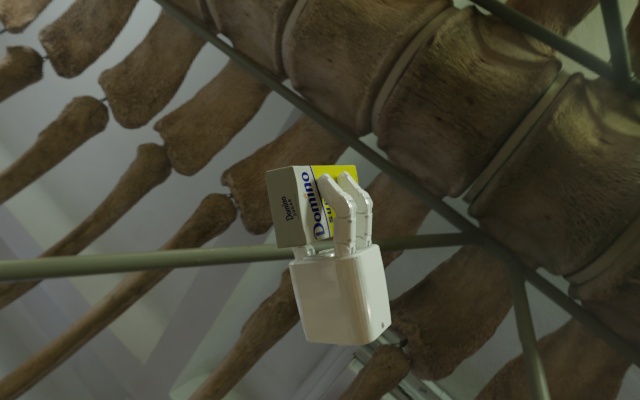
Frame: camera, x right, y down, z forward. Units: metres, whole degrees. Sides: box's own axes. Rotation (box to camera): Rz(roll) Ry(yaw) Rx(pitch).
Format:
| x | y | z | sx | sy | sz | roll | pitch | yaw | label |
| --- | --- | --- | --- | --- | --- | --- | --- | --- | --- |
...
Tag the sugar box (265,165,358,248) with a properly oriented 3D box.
| x | y | z | sx | sy | sz | roll | pitch | yaw | label |
| --- | --- | --- | --- | --- | --- | --- | --- | --- | --- |
| 0.001 | 0.002 | 0.616 | 0.048 | 0.093 | 0.176 | -10 | 0 | 26 | sugar box |
